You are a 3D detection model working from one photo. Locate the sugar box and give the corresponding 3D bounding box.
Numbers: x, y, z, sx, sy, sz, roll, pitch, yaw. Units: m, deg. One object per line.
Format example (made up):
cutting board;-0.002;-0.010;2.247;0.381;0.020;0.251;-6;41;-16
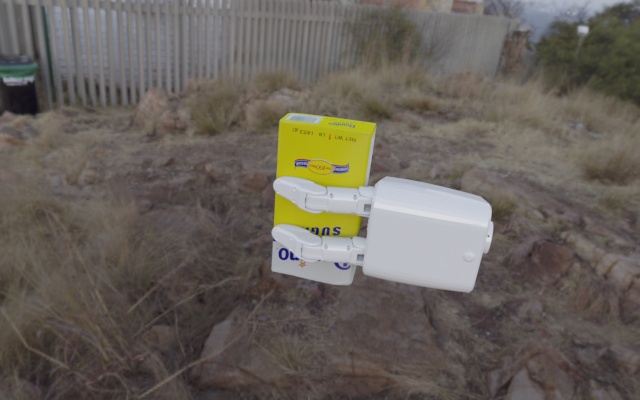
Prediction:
sugar box;0.000;0.002;0.503;0.093;0.176;0.048;10;24;10
